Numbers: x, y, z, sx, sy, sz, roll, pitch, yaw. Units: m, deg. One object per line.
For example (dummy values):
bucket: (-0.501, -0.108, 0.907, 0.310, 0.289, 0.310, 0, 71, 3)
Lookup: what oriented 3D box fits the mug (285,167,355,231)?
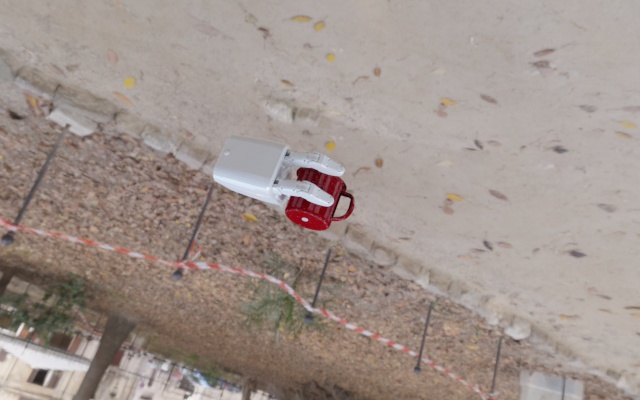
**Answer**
mug: (0.001, 0.003, 0.814, 0.117, 0.081, 0.093, 15, -22, 14)
